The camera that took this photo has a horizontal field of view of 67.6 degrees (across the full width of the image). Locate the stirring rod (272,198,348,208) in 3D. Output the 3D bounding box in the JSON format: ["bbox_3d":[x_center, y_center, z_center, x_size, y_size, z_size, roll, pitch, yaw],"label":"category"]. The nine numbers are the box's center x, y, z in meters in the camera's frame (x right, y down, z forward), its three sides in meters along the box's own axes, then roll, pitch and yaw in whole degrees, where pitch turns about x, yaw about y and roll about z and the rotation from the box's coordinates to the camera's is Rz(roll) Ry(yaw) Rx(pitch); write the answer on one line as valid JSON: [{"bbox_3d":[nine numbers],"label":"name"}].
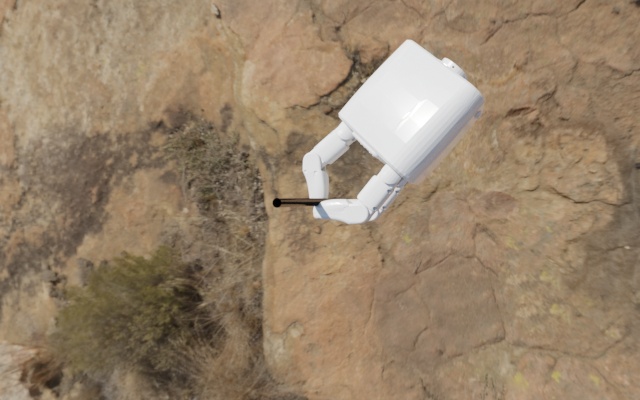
[{"bbox_3d":[0.000,0.002,0.505,0.011,0.011,0.239,0,0,17],"label":"stirring rod"}]
